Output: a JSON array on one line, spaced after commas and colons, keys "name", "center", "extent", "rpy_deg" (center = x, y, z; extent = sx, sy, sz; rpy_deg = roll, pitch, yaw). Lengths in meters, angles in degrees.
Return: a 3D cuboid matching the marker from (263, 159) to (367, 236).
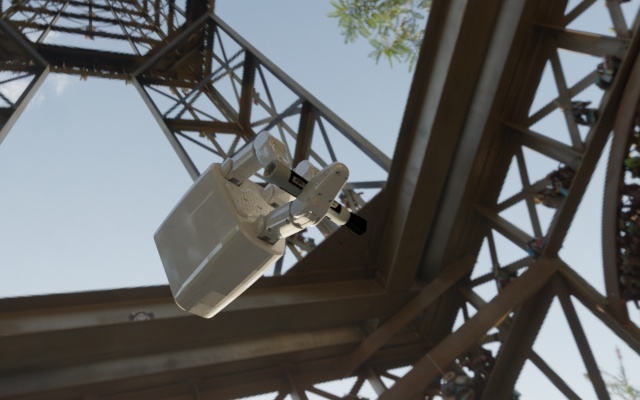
[{"name": "marker", "center": [0.000, 0.001, 0.425], "extent": [0.121, 0.020, 0.020], "rpy_deg": [34, -21, -35]}]
